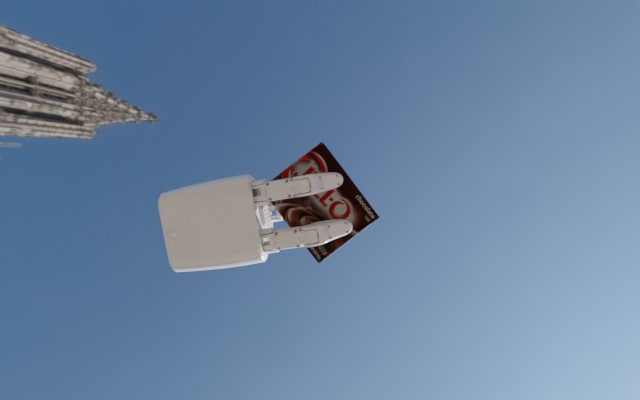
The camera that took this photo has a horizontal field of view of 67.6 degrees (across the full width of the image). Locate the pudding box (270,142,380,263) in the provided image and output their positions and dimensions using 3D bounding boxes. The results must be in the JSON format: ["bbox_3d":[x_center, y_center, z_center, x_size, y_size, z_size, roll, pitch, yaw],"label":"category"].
[{"bbox_3d":[0.000,0.002,0.564,0.090,0.113,0.039,-38,3,3],"label":"pudding box"}]
